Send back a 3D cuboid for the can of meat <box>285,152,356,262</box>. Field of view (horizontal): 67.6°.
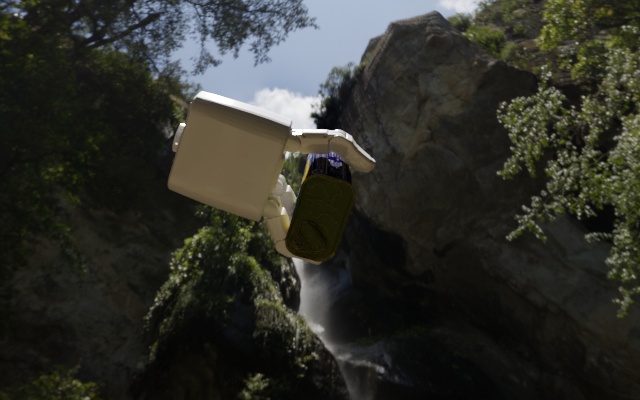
[{"bbox_3d":[0.000,0.002,0.532,0.057,0.102,0.084,15,27,-6],"label":"can of meat"}]
